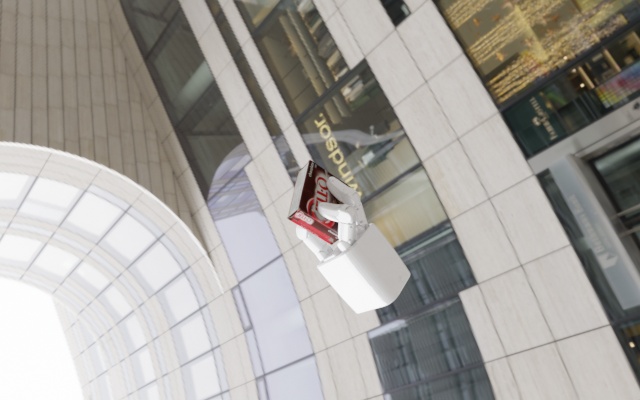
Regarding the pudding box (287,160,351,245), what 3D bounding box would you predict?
[{"bbox_3d":[0.000,0.003,0.765,0.090,0.113,0.039,33,-49,-23],"label":"pudding box"}]
